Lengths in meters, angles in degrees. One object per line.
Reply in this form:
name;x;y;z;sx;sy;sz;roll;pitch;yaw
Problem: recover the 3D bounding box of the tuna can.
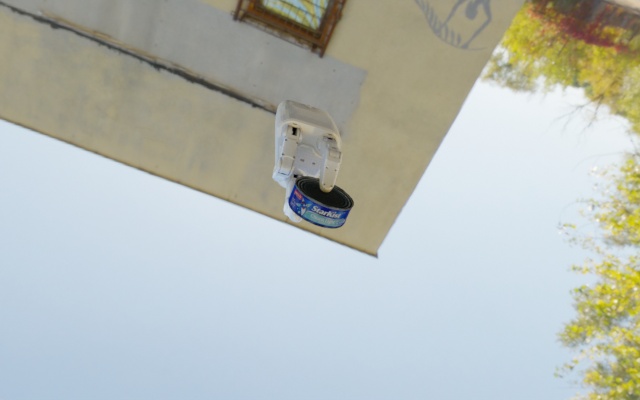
tuna can;0.000;0.003;0.651;0.086;0.034;0.086;20;22;-9
